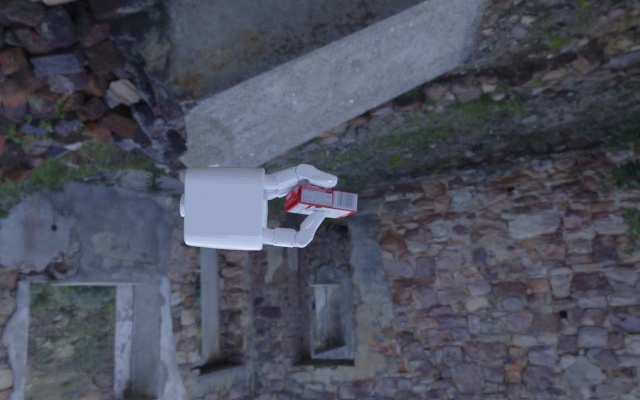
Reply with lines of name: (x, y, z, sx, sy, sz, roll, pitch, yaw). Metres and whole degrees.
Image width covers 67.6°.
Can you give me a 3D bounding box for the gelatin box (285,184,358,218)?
gelatin box: (0.000, 0.003, 0.695, 0.089, 0.030, 0.073, 9, -13, -17)
